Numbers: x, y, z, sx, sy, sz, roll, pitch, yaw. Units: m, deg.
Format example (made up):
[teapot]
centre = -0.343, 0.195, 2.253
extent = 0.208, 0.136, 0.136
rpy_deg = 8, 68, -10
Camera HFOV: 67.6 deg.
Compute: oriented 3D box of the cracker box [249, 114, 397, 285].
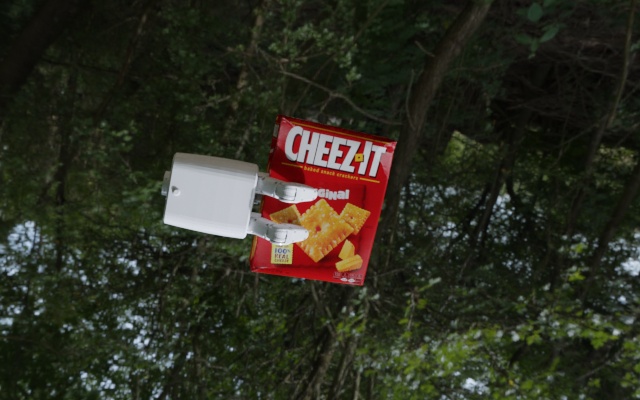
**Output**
[cracker box]
centre = 0.000, 0.002, 0.668
extent = 0.164, 0.214, 0.072
rpy_deg = 10, 9, -13
